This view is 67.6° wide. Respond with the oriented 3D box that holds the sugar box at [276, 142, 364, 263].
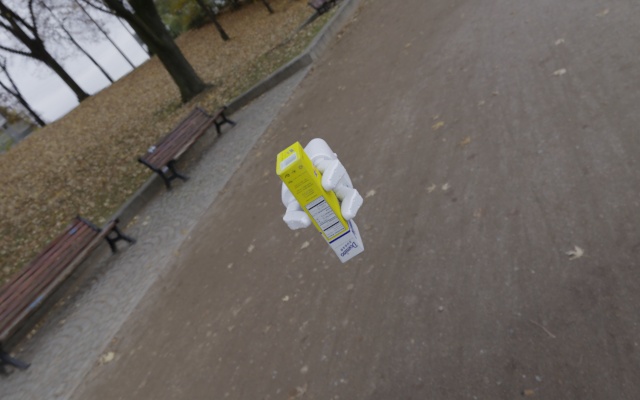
[{"bbox_3d":[0.000,0.002,0.726,0.048,0.176,0.093,-34,21,10],"label":"sugar box"}]
